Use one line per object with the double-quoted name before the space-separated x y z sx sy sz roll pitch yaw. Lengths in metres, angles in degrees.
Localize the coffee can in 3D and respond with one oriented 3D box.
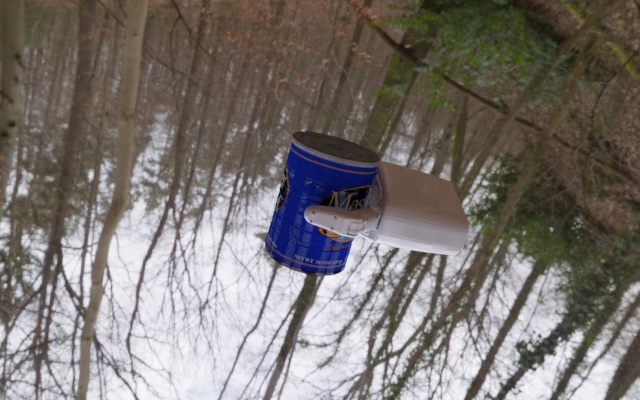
"coffee can" 0.000 0.002 0.559 0.103 0.140 0.102 15 18 -5
